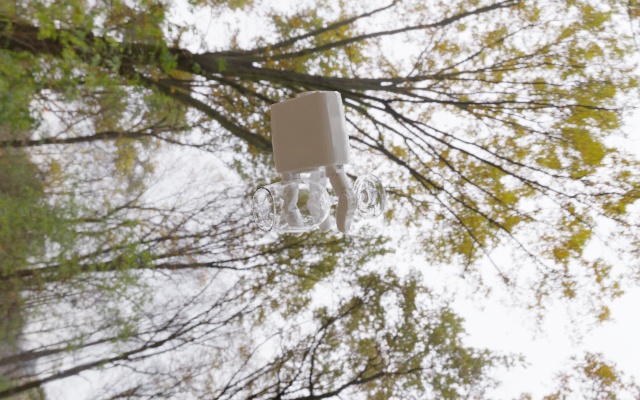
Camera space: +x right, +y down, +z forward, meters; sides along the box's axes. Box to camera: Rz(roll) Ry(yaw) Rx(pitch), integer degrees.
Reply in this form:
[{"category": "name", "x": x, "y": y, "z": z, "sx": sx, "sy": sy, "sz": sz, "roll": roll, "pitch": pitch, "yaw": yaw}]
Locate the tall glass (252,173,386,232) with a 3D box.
[{"category": "tall glass", "x": 0.001, "y": 0.002, "z": 0.707, "sx": 0.201, "sy": 0.079, "sz": 0.079, "roll": -8, "pitch": 5, "yaw": -38}]
